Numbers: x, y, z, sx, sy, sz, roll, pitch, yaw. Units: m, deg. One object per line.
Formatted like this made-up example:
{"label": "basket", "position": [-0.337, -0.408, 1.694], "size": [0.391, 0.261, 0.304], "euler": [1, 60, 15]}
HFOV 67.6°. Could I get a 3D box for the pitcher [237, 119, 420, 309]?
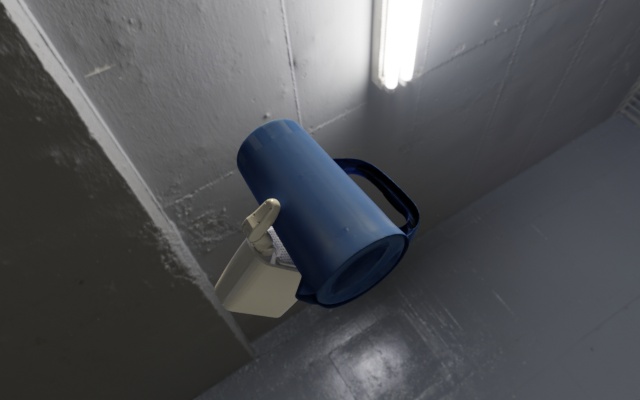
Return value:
{"label": "pitcher", "position": [0.000, 0.002, 0.620], "size": [0.149, 0.145, 0.242], "euler": [3, 42, -50]}
